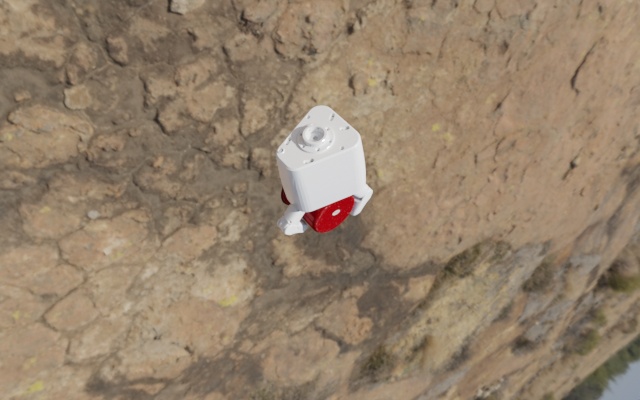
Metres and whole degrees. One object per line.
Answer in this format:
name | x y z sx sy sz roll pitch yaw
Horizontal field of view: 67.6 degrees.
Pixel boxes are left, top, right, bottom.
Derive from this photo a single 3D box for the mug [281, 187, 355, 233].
mug | 0.000 0.003 0.760 0.093 0.081 0.117 -37 -29 -14
